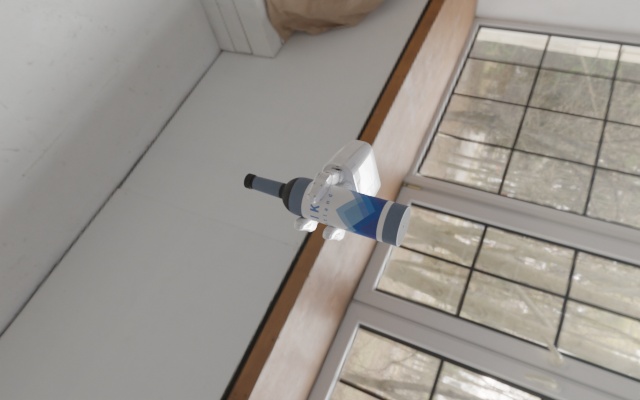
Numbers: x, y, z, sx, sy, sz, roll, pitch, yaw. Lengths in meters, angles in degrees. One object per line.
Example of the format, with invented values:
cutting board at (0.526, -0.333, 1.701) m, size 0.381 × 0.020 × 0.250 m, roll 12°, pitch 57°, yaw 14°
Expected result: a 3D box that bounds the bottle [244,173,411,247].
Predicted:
bottle at (0.000, 0.003, 0.805) m, size 0.295 × 0.069 × 0.069 m, roll 16°, pitch 6°, yaw 22°
